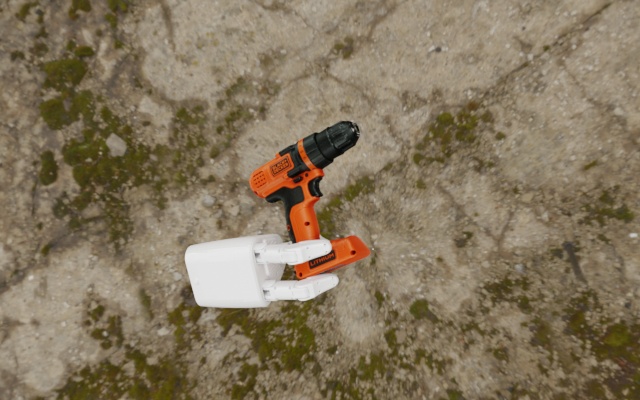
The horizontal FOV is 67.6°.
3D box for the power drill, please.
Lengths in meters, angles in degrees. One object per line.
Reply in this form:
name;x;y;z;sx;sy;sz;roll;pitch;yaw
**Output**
power drill;0.000;0.003;0.665;0.184;0.187;0.057;-28;-17;26
